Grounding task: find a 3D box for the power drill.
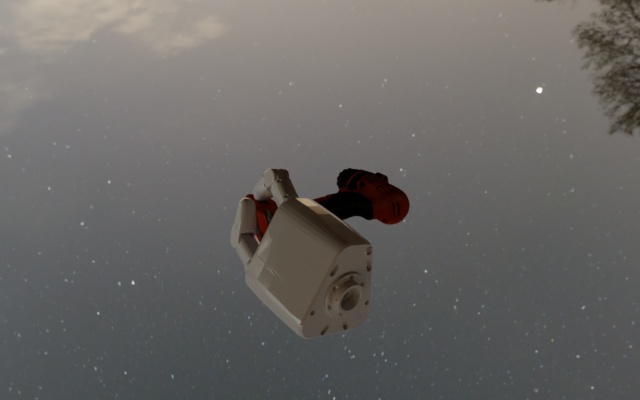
[{"bbox_3d":[0.000,0.002,0.630,0.187,0.057,0.184,-14,16,-13],"label":"power drill"}]
